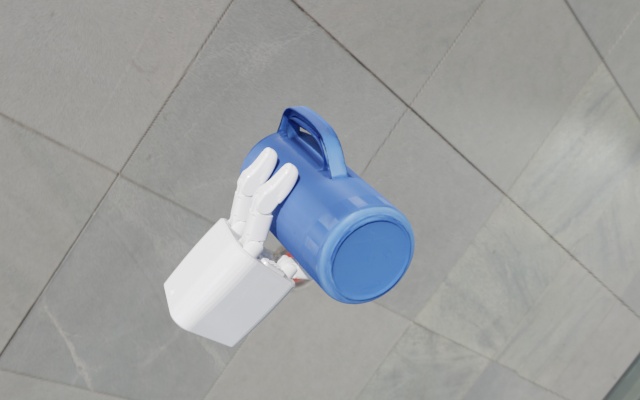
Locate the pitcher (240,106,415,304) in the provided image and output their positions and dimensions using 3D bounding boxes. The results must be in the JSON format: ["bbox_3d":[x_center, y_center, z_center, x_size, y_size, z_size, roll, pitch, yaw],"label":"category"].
[{"bbox_3d":[0.000,0.002,0.550,0.149,0.145,0.242,43,0,-34],"label":"pitcher"}]
